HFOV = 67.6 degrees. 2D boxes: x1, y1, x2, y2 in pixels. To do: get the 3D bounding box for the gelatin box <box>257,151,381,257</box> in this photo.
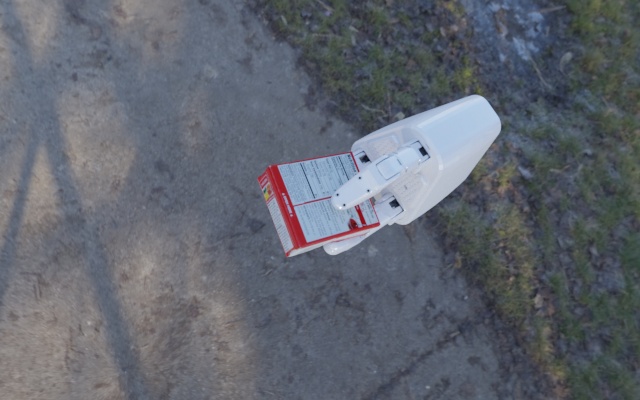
[{"bbox_3d":[0.000,0.001,0.410,0.089,0.073,0.030,-13,-15,-34],"label":"gelatin box"}]
